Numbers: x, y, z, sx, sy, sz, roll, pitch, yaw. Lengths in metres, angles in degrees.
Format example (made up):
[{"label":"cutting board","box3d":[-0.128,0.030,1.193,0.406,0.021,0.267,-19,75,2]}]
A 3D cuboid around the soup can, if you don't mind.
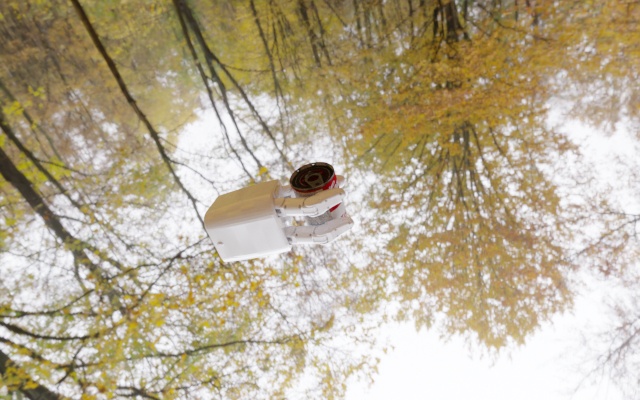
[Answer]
[{"label":"soup can","box3d":[0.001,0.002,0.720,0.068,0.102,0.068,-12,36,9]}]
